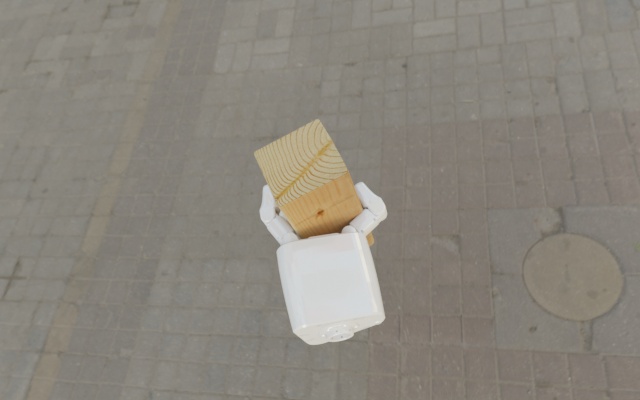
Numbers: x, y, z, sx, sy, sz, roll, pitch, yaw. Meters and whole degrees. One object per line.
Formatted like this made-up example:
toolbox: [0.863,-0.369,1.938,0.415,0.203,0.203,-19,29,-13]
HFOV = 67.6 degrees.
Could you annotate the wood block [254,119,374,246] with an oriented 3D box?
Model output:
wood block: [0.000,0.002,0.636,0.091,0.090,0.206,-27,-31,0]
